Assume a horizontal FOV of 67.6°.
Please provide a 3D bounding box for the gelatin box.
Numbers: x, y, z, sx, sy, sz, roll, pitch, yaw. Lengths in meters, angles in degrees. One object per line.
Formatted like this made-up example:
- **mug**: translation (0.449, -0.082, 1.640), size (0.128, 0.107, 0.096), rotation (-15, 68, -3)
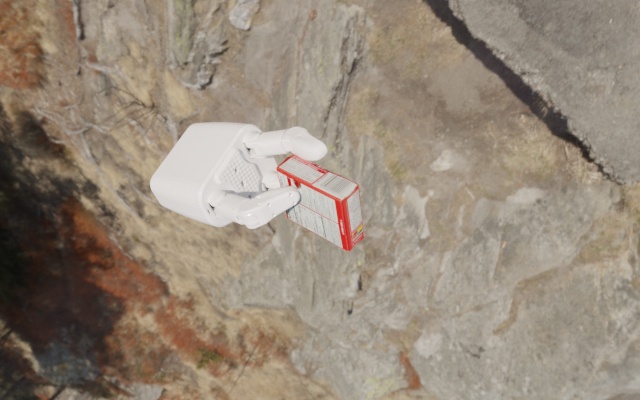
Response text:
- **gelatin box**: translation (0.000, 0.002, 0.479), size (0.089, 0.073, 0.030), rotation (27, 55, 33)
